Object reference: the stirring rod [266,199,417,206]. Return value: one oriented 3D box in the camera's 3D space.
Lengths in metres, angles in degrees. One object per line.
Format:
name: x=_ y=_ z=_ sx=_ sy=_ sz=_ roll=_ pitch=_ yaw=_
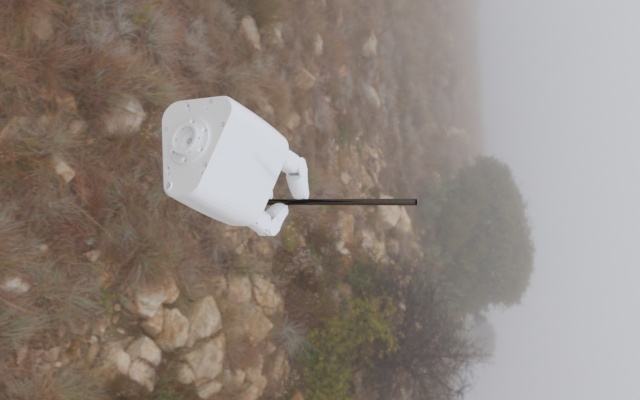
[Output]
stirring rod: x=0.000 y=0.002 z=0.593 sx=0.239 sy=0.011 sz=0.011 roll=0 pitch=0 yaw=26
